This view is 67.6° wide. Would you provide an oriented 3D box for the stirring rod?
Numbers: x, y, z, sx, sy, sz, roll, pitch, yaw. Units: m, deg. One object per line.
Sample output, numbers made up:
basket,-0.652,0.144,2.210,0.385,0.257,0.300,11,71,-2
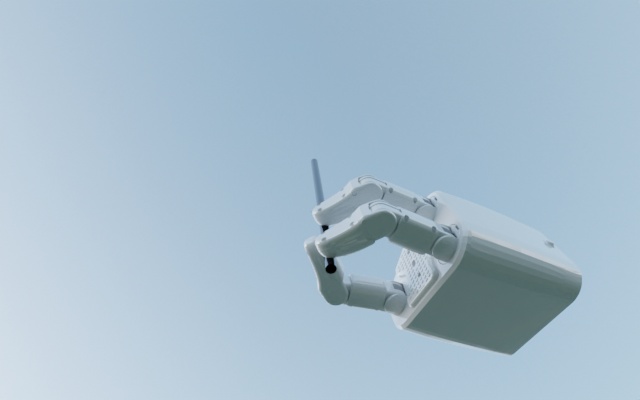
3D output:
stirring rod,0.000,0.002,0.443,0.011,0.011,0.239,0,23,-4
